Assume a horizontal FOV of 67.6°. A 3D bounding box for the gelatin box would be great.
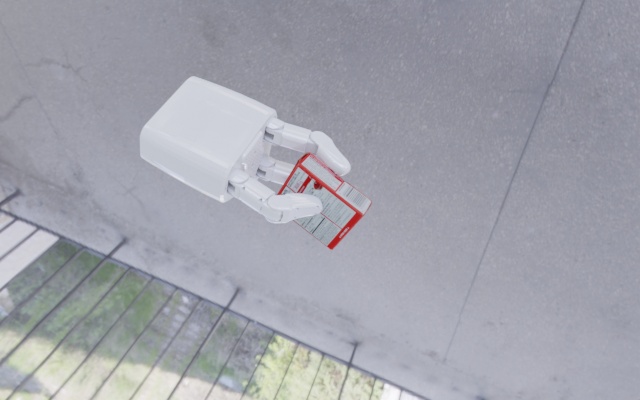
[{"bbox_3d":[0.000,0.002,0.519,0.030,0.089,0.073,-50,-2,-46],"label":"gelatin box"}]
